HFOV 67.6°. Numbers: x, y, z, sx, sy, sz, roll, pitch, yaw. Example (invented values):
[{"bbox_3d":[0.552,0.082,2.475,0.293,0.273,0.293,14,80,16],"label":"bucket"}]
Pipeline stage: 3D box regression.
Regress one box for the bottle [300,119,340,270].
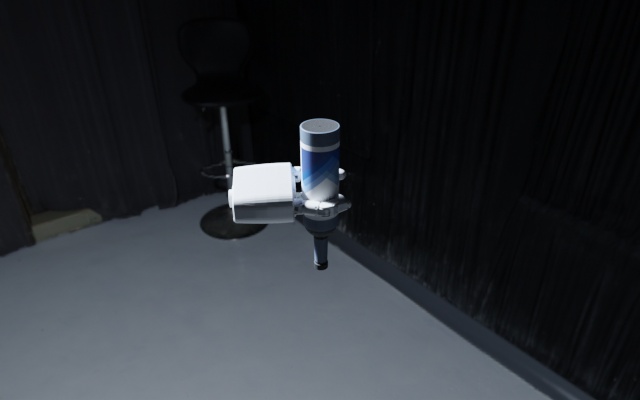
[{"bbox_3d":[0.000,0.003,0.867,0.069,0.296,0.069,0,30,0],"label":"bottle"}]
